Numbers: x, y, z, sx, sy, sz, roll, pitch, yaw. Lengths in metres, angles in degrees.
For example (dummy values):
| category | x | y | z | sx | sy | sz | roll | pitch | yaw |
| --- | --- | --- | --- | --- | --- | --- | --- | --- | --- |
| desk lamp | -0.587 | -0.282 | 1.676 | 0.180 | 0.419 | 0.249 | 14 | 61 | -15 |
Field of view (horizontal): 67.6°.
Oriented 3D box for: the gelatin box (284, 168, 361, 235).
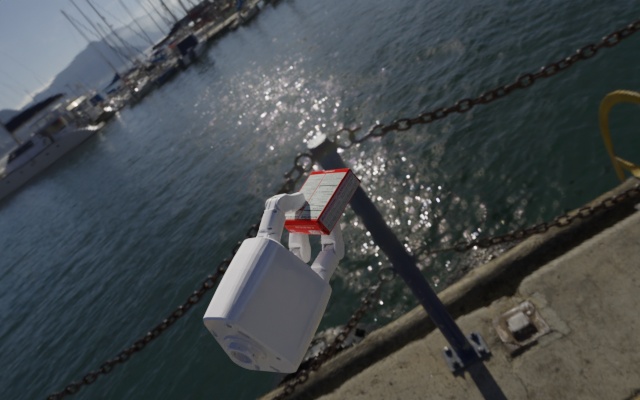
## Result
| category | x | y | z | sx | sy | sz | roll | pitch | yaw |
| --- | --- | --- | --- | --- | --- | --- | --- | --- | --- |
| gelatin box | 0.000 | 0.001 | 0.606 | 0.073 | 0.089 | 0.030 | -2 | -41 | 48 |
